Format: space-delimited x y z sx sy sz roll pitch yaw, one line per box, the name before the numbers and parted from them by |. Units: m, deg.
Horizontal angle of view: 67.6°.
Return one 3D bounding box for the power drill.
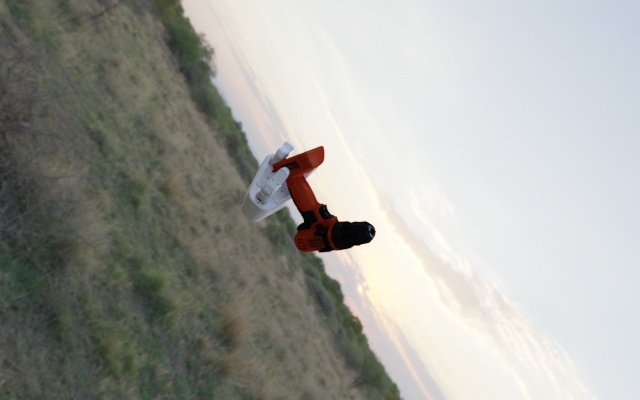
power drill | 0.000 0.002 0.846 0.184 0.187 0.057 -13 10 44
